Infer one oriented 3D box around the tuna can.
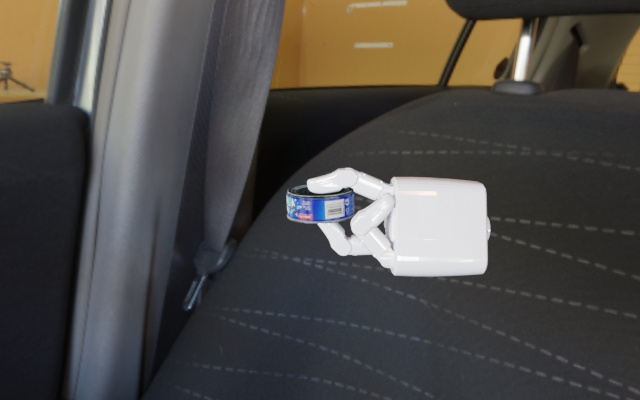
[{"bbox_3d":[0.000,0.001,0.597,0.086,0.034,0.086,-2,13,0],"label":"tuna can"}]
